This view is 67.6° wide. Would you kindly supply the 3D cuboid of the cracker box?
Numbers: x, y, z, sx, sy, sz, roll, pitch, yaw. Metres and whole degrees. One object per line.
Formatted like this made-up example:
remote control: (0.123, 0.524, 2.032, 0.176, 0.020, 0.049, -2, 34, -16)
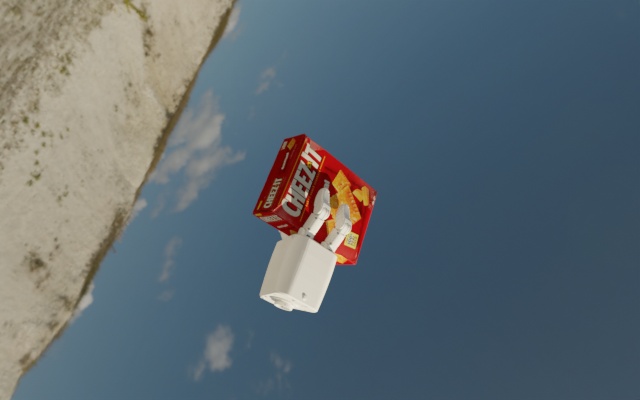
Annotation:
cracker box: (0.000, 0.003, 0.894, 0.214, 0.164, 0.072, 36, -27, -32)
